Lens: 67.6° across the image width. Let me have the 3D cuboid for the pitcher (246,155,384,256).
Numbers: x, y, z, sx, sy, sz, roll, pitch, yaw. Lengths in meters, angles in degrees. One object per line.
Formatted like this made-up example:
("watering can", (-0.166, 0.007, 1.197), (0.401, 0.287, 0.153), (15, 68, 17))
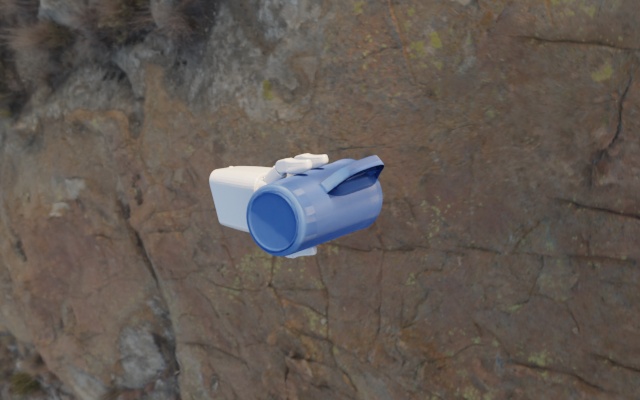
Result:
("pitcher", (0.000, 0.003, 0.777), (0.145, 0.149, 0.243), (9, 15, 30))
